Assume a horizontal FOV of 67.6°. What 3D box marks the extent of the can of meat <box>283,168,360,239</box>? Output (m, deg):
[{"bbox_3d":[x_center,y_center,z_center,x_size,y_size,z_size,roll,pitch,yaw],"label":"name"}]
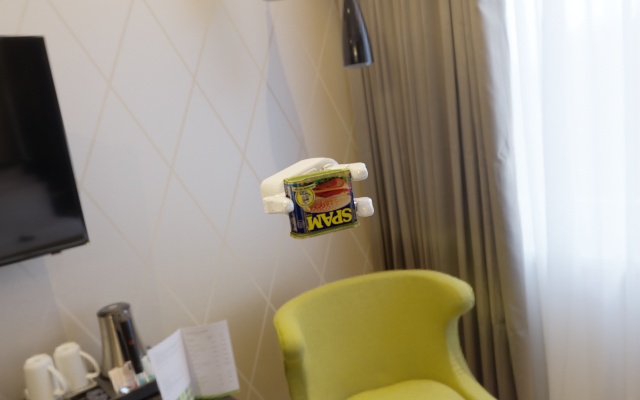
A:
[{"bbox_3d":[0.000,0.002,0.691,0.102,0.084,0.057,-12,10,-20],"label":"can of meat"}]
